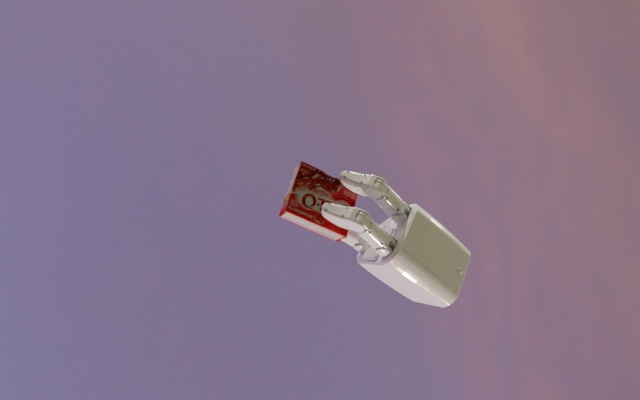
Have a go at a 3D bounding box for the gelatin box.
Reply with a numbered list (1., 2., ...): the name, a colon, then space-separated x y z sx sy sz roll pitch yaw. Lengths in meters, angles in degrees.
1. gelatin box: 0.000 0.002 0.611 0.089 0.073 0.030 25 -26 -15
